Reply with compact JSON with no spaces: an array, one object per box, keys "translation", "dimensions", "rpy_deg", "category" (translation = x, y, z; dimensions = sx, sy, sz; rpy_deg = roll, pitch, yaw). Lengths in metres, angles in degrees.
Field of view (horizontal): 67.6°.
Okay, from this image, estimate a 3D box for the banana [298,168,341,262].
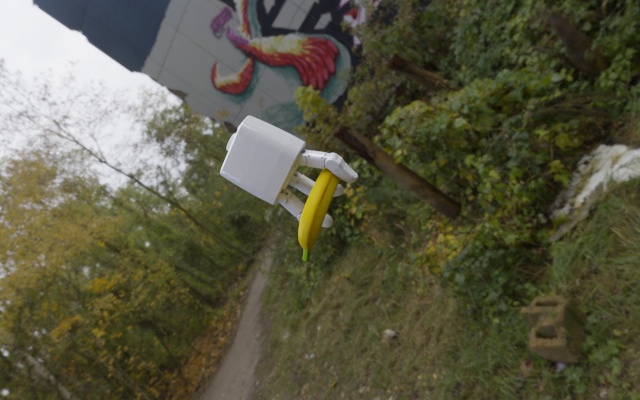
[{"translation":[0.001,-0.003,0.775],"dimensions":[0.037,0.197,0.070],"rpy_deg":[21,-26,4],"category":"banana"}]
